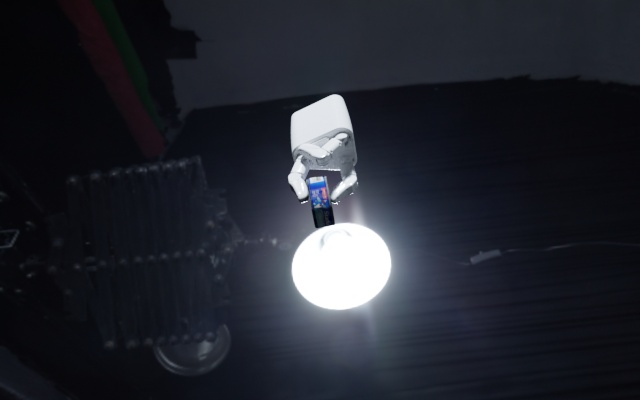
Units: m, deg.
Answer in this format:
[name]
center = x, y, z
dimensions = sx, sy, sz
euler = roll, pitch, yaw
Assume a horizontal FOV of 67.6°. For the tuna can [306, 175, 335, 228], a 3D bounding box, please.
[tuna can]
center = 0.000, 0.003, 0.794
dimensions = 0.034, 0.086, 0.086
euler = -11, 0, 0
